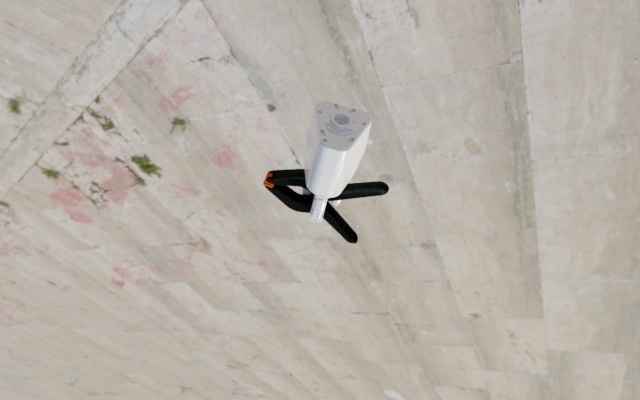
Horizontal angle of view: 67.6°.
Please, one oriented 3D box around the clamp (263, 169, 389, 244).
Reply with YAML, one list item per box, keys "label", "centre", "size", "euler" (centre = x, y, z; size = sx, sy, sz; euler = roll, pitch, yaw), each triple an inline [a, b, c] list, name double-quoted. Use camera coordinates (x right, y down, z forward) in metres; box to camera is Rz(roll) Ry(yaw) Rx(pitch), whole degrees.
- label: "clamp"
  centre: [-0.001, 0.003, 0.851]
  size: [0.210, 0.036, 0.165]
  euler: [15, -44, 0]
